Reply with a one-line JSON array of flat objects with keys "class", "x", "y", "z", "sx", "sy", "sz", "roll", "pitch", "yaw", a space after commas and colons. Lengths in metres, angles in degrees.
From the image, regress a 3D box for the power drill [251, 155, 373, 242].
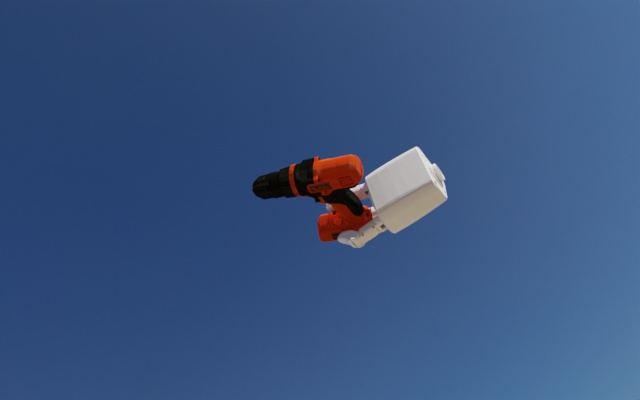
[{"class": "power drill", "x": 0.001, "y": 0.003, "z": 0.807, "sx": 0.184, "sy": 0.057, "sz": 0.188, "roll": -9, "pitch": -34, "yaw": 19}]
